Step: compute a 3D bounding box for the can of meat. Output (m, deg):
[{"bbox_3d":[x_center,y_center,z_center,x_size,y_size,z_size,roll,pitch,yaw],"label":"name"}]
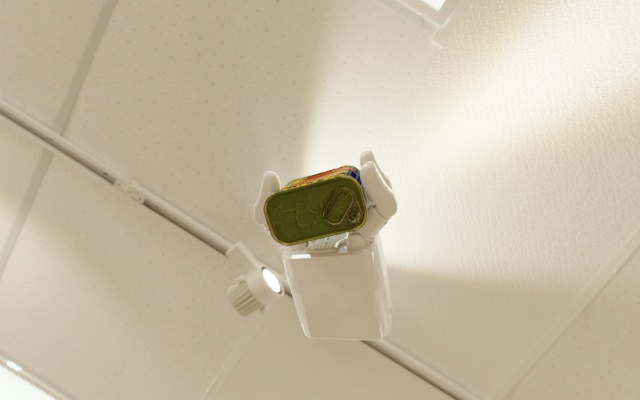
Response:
[{"bbox_3d":[0.000,0.002,0.512,0.102,0.057,0.084,-14,11,12],"label":"can of meat"}]
